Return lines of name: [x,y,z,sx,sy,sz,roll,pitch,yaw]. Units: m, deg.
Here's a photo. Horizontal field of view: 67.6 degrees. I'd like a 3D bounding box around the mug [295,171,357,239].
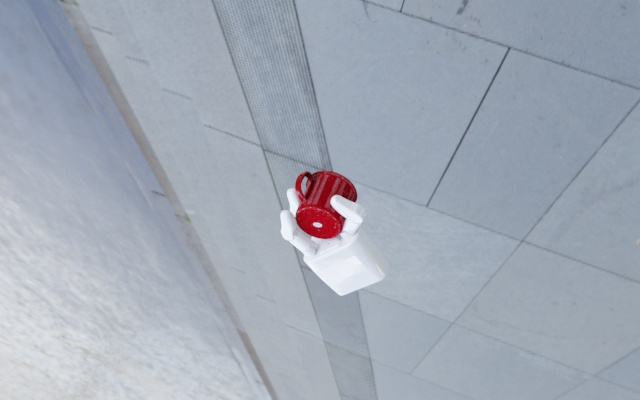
mug: [-0.001,0.002,0.796,0.093,0.081,0.117,-18,-55,38]
